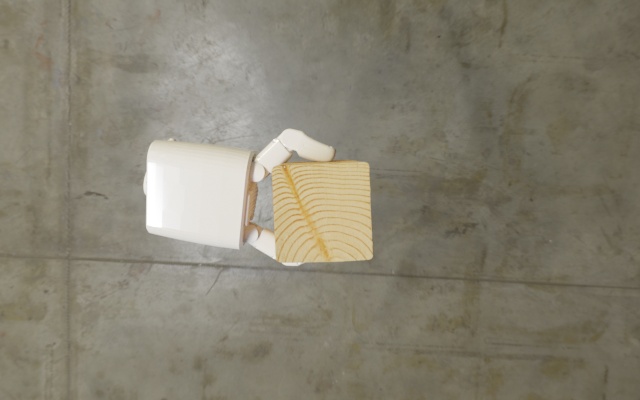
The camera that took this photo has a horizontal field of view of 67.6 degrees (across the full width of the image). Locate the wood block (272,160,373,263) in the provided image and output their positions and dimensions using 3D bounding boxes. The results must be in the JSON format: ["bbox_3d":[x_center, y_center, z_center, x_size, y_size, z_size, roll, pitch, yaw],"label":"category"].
[{"bbox_3d":[0.000,0.002,0.528,0.090,0.091,0.206,-2,6,-1],"label":"wood block"}]
